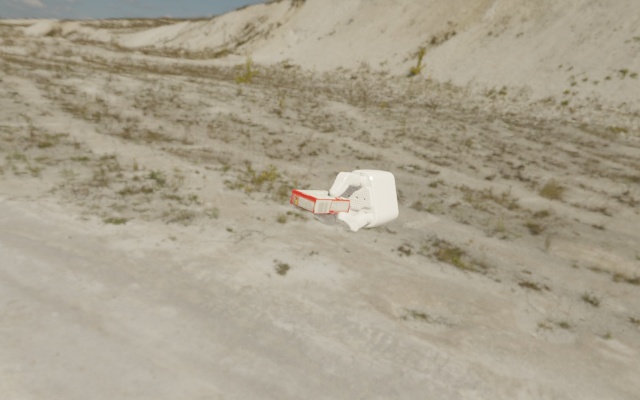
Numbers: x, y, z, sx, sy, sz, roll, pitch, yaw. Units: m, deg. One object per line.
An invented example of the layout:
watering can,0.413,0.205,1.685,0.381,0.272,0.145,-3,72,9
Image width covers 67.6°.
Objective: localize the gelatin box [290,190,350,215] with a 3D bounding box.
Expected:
gelatin box,0.000,0.002,0.895,0.089,0.030,0.073,1,14,-42
